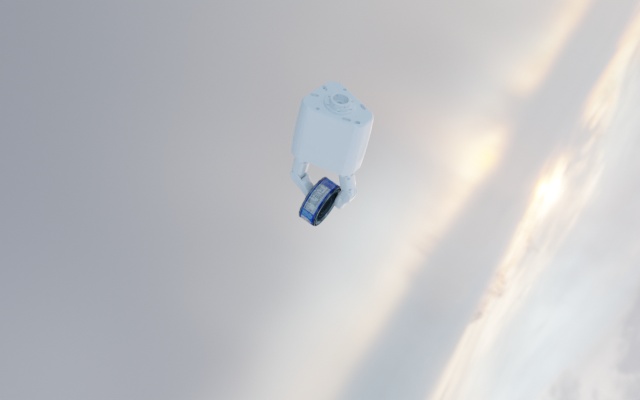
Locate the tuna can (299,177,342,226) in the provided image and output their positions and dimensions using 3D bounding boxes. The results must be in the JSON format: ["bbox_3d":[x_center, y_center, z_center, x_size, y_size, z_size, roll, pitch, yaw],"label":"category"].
[{"bbox_3d":[0.001,0.003,0.840,0.033,0.086,0.086,34,9,13],"label":"tuna can"}]
